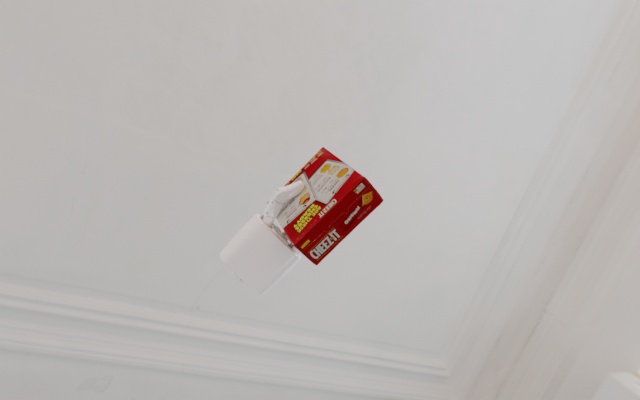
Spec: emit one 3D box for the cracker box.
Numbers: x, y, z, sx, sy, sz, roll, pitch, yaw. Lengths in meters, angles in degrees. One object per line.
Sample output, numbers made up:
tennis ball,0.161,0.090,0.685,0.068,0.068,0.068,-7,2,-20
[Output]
cracker box,0.000,0.003,0.884,0.072,0.164,0.213,45,1,-27
